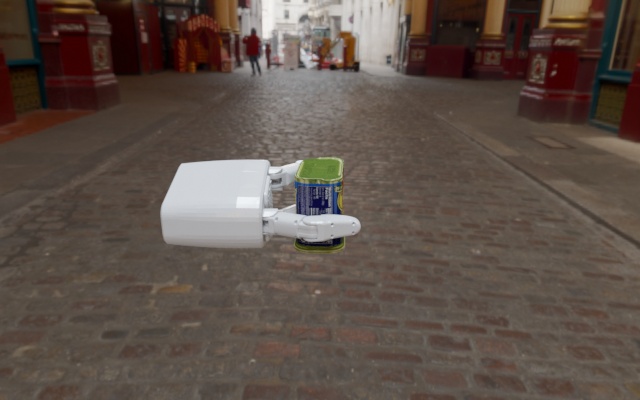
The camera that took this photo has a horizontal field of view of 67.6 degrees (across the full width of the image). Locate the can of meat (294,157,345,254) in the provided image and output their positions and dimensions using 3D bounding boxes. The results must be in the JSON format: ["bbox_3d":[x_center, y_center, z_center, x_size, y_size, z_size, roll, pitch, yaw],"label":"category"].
[{"bbox_3d":[0.000,0.001,0.548,0.057,0.084,0.102,0,19,3],"label":"can of meat"}]
